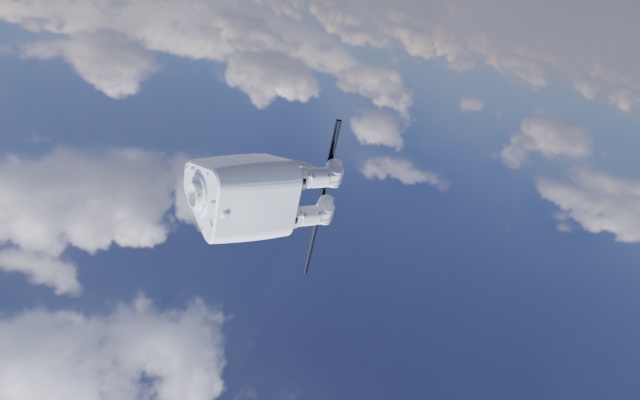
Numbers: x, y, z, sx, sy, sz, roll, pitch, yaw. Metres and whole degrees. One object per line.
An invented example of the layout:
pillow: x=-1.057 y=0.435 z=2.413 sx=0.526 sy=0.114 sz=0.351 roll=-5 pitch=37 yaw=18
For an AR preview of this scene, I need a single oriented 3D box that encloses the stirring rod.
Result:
stirring rod: x=0.000 y=0.002 z=0.668 sx=0.011 sy=0.240 sz=0.011 roll=10 pitch=26 yaw=-5
